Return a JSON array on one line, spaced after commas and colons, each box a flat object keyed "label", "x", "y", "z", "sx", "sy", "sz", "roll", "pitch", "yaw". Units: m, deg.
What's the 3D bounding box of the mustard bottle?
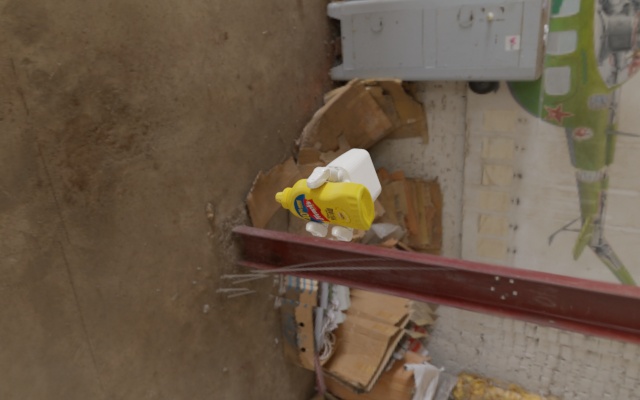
[{"label": "mustard bottle", "x": 0.000, "y": 0.003, "z": 0.889, "sx": 0.191, "sy": 0.058, "sz": 0.096, "roll": 7, "pitch": -38, "yaw": 29}]
